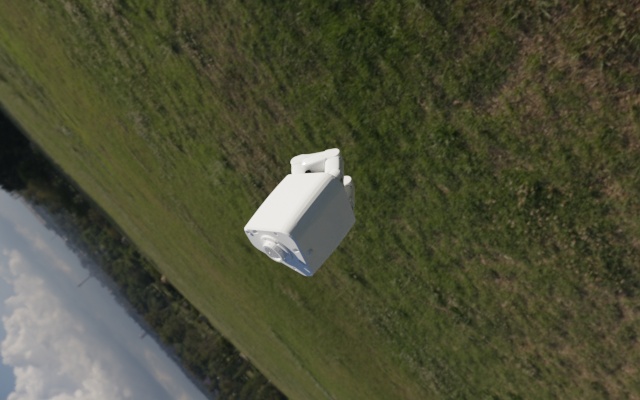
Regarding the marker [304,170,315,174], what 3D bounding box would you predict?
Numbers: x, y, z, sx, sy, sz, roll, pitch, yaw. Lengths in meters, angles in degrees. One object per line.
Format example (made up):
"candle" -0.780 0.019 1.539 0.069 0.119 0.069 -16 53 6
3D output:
"marker" 0.000 0.002 0.711 0.020 0.020 0.121 0 -45 25
